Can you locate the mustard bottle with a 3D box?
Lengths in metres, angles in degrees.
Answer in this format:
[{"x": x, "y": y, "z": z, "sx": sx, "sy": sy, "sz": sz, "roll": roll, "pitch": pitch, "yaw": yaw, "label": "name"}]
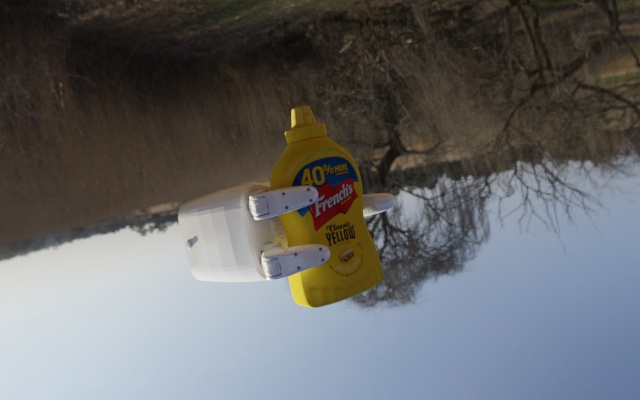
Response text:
[{"x": 0.000, "y": 0.002, "z": 0.477, "sx": 0.096, "sy": 0.191, "sz": 0.058, "roll": -14, "pitch": 4, "yaw": -30, "label": "mustard bottle"}]
